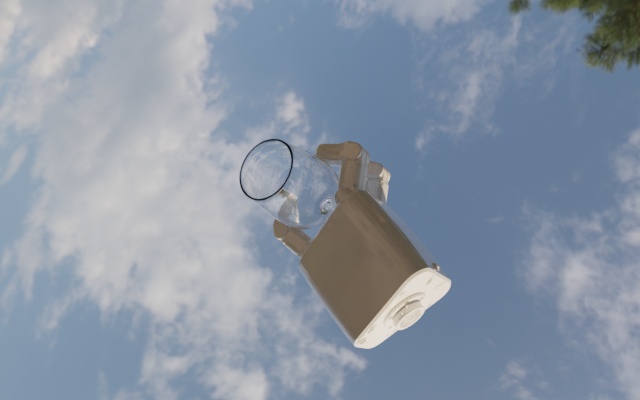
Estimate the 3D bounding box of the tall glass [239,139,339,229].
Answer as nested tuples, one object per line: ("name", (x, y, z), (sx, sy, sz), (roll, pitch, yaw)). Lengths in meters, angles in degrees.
("tall glass", (0.000, 0.002, 0.520), (0.079, 0.079, 0.201), (0, -18, 33))
